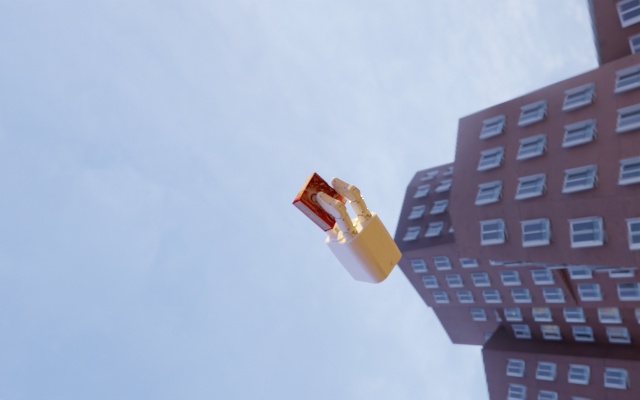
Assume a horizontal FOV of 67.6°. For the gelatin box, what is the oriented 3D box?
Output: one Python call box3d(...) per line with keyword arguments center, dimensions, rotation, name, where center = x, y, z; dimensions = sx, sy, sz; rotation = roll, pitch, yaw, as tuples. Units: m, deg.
box3d(center=(0.000, 0.003, 0.893), dimensions=(0.089, 0.073, 0.030), rotation=(41, -35, -17), name="gelatin box")
